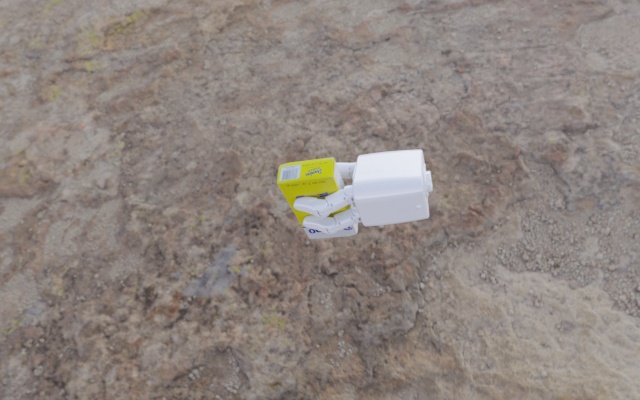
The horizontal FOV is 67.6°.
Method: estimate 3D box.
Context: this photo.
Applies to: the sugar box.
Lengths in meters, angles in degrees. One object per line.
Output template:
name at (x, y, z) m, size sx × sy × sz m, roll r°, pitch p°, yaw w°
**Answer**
sugar box at (0.000, 0.003, 0.802) m, size 0.093 × 0.048 × 0.176 m, roll -6°, pitch -38°, yaw 16°
